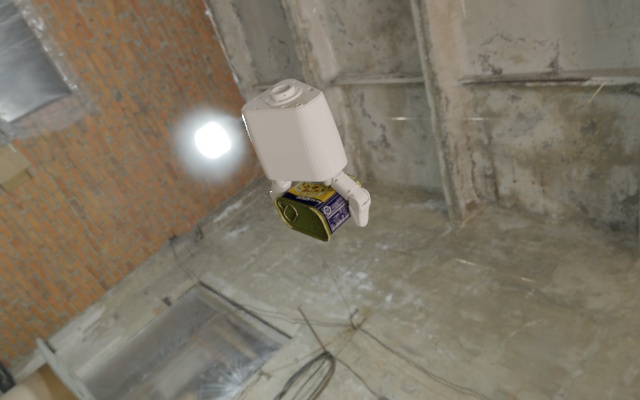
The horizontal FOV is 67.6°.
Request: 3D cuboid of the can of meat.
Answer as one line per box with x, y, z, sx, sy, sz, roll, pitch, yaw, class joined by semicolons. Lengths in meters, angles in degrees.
0.000;0.002;0.670;0.102;0.057;0.084;16;48;46;can of meat
